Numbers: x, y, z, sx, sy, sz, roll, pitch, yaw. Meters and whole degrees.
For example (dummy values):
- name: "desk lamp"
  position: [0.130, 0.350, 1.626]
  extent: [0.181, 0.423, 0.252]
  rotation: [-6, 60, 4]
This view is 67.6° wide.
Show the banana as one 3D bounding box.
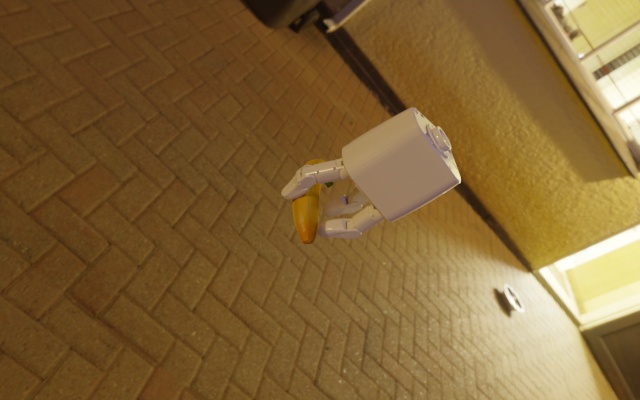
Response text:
- name: "banana"
  position: [-0.010, -0.014, 0.688]
  extent: [0.037, 0.070, 0.197]
  rotation: [-27, 18, 23]
